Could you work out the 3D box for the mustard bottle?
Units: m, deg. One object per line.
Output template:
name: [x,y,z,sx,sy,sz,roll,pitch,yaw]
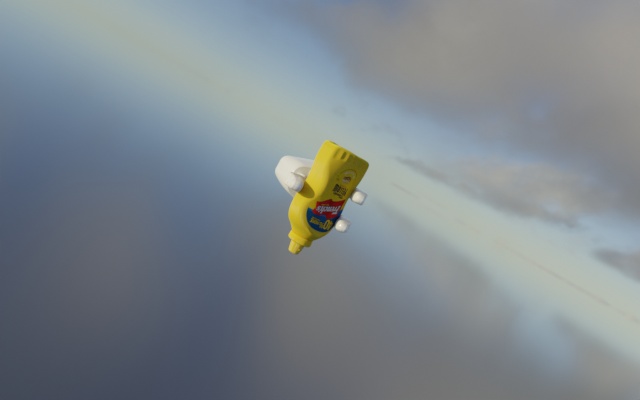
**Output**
mustard bottle: [0.000,0.002,0.786,0.058,0.191,0.096,35,8,40]
